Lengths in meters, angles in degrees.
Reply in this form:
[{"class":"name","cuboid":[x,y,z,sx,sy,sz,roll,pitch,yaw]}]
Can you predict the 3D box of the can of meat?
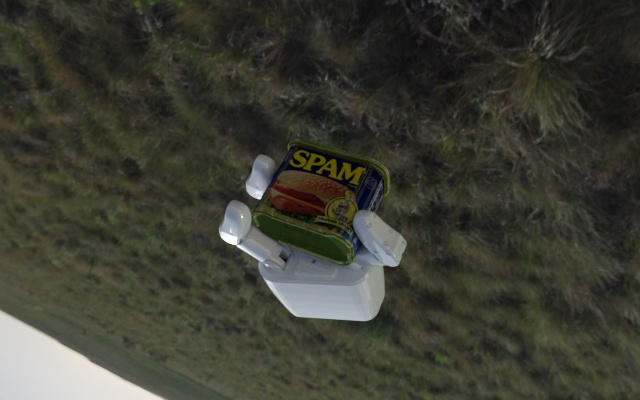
[{"class":"can of meat","cuboid":[0.000,0.002,0.431,0.102,0.084,0.057,18,-28,19]}]
